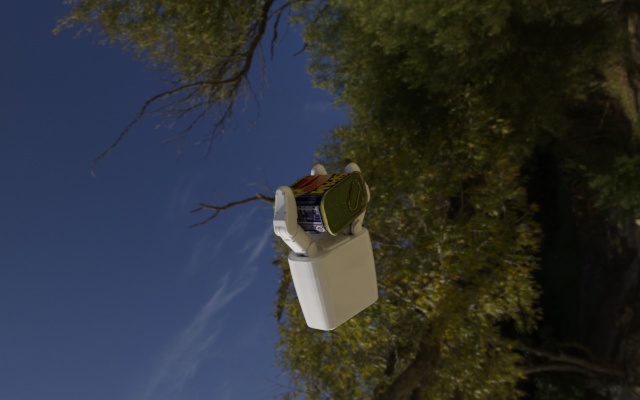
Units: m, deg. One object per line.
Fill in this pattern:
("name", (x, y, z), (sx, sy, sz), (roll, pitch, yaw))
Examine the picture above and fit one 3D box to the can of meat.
("can of meat", (0.000, 0.002, 0.620), (0.084, 0.057, 0.102), (-1, 23, 35))
